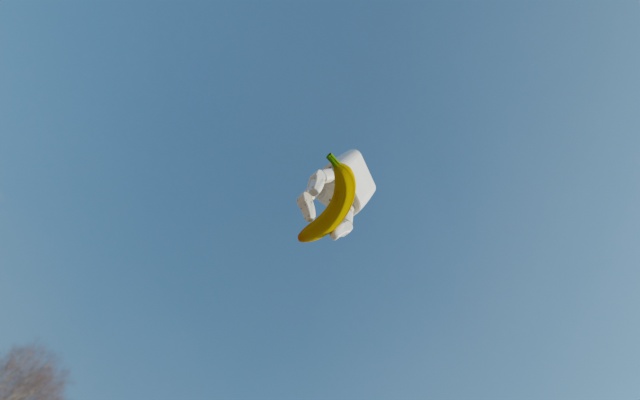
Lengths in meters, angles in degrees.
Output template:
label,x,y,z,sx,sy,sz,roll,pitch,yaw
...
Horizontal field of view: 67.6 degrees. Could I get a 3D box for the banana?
label,x,y,z,sx,sy,sz,roll,pitch,yaw
banana,0.017,0.009,0.837,0.069,0.198,0.037,27,34,9
